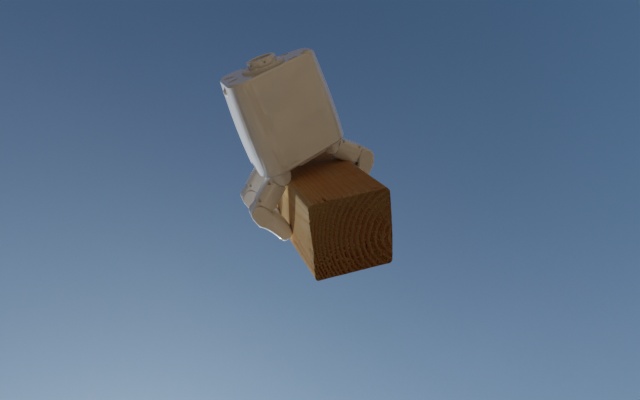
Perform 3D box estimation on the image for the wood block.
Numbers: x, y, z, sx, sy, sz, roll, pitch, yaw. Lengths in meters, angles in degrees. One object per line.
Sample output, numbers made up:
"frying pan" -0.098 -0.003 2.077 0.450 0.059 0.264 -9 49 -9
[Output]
"wood block" 0.000 0.001 0.579 0.091 0.090 0.206 -12 23 -15
